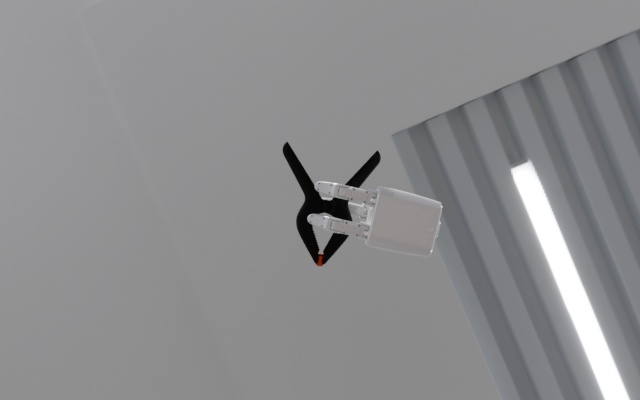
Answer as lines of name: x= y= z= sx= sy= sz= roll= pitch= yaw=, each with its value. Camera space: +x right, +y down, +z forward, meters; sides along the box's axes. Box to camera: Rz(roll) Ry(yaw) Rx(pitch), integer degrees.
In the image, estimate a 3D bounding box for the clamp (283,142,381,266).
clamp: x=0.000 y=0.003 z=0.806 sx=0.164 sy=0.210 sz=0.036 roll=13 pitch=2 yaw=4
